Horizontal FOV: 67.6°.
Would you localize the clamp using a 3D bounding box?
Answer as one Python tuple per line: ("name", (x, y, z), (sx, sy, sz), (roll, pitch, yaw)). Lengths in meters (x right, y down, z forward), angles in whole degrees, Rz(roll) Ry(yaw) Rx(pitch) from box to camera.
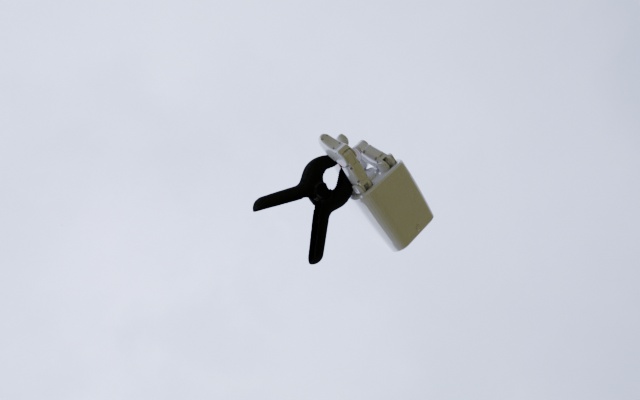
("clamp", (0.000, 0.002, 0.671), (0.171, 0.120, 0.039), (-42, 16, -24))
